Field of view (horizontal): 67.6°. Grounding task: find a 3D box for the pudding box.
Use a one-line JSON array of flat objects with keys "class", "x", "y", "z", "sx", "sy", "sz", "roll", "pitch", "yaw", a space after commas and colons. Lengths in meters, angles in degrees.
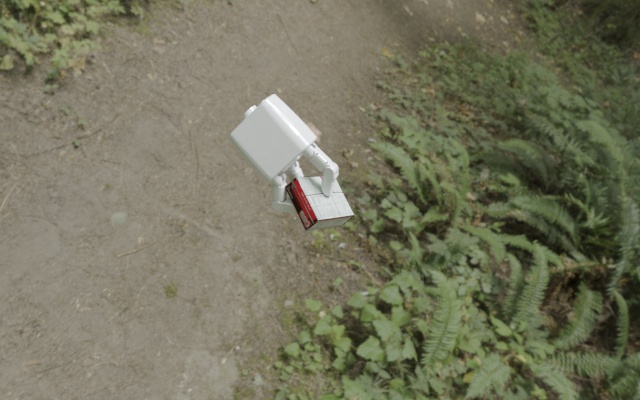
[{"class": "pudding box", "x": 0.000, "y": 0.003, "z": 0.851, "sx": 0.113, "sy": 0.090, "sz": 0.039, "roll": -6, "pitch": -25, "yaw": -49}]
